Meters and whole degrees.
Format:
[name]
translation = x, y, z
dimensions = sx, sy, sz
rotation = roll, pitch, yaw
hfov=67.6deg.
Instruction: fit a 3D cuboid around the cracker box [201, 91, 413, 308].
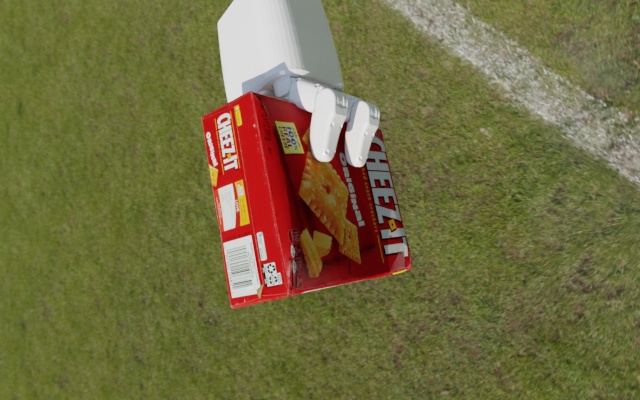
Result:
[cracker box]
translation = 0.000, 0.002, 0.457
dimensions = 0.072, 0.164, 0.214
rotation = -17, -11, 35
